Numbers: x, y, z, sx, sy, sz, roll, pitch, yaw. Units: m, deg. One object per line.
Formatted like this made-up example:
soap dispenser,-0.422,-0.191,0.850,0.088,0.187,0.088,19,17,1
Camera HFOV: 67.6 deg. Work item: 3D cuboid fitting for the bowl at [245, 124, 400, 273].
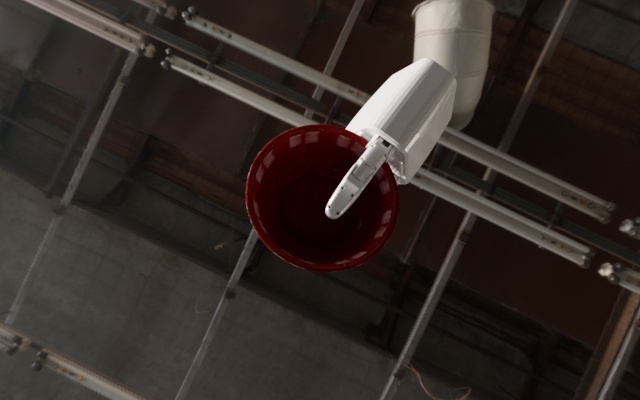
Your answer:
bowl,-0.001,0.003,0.517,0.162,0.162,0.055,0,-18,-10
